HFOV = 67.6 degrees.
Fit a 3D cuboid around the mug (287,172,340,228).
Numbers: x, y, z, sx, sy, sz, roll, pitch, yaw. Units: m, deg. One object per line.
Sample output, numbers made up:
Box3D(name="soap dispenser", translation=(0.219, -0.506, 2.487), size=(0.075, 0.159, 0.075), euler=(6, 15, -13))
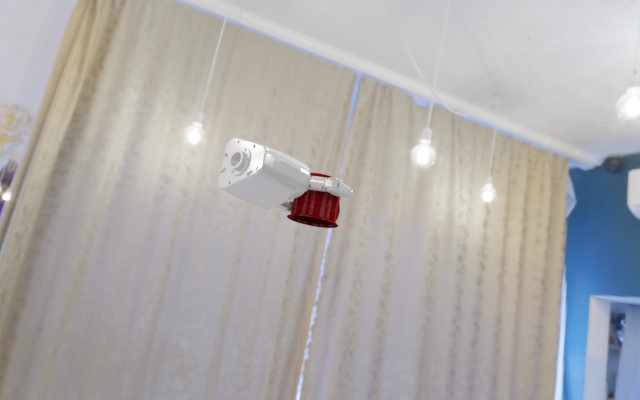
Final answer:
Box3D(name="mug", translation=(0.001, 0.003, 0.866), size=(0.093, 0.081, 0.117), euler=(1, -16, 39))
